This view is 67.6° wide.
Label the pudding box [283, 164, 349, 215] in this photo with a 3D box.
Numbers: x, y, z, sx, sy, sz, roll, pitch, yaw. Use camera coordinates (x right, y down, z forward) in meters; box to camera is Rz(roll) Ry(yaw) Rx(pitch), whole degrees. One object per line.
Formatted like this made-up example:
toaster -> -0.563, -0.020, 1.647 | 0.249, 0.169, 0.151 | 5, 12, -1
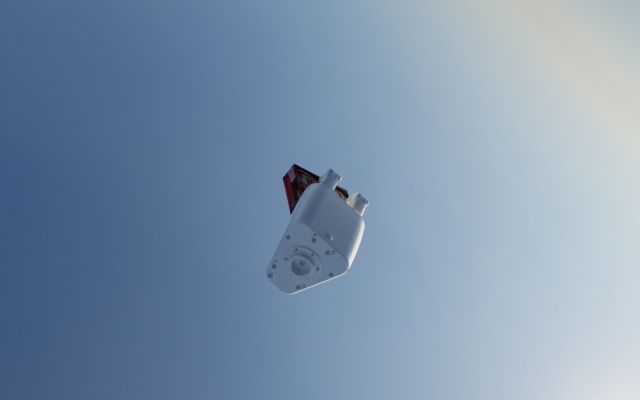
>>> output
pudding box -> 0.000, 0.003, 0.732 | 0.113, 0.090, 0.039 | 28, -60, -33
